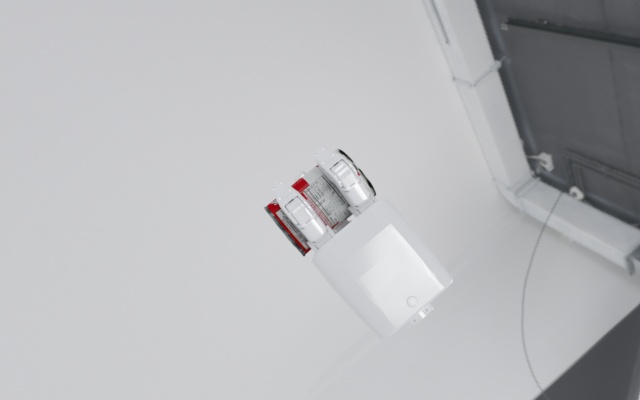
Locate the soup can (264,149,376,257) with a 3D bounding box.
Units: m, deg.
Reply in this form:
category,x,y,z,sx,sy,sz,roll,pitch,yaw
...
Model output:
category,x,y,z,sx,sy,sz,roll,pitch,yaw
soup can,0.000,0.001,0.509,0.102,0.068,0.068,-39,3,-3
